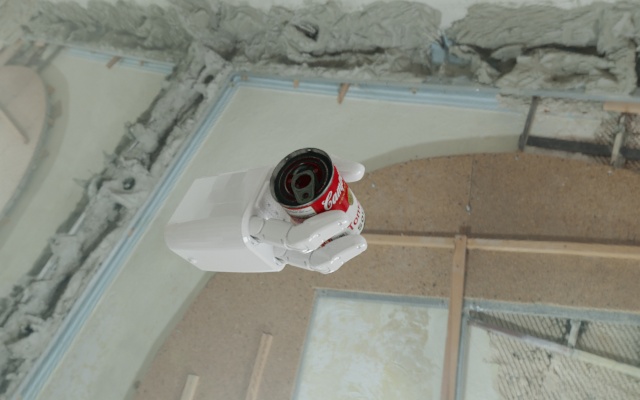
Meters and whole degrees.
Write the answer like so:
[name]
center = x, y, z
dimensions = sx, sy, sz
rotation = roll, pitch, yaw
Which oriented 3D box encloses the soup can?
[soup can]
center = 0.001, 0.002, 0.499
dimensions = 0.068, 0.068, 0.102
rotation = 0, -30, 26
